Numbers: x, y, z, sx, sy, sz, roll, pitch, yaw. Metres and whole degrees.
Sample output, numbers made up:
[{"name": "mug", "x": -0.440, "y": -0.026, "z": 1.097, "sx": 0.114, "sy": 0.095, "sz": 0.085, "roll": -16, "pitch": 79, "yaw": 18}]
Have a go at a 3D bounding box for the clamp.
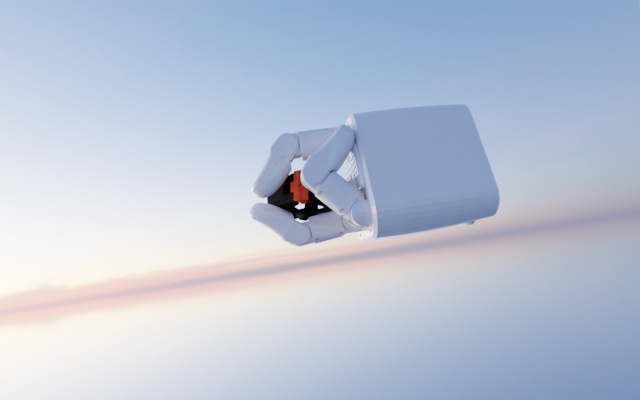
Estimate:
[{"name": "clamp", "x": 0.000, "y": 0.001, "z": 0.489, "sx": 0.120, "sy": 0.039, "sz": 0.171, "roll": -8, "pitch": -7, "yaw": -5}]
